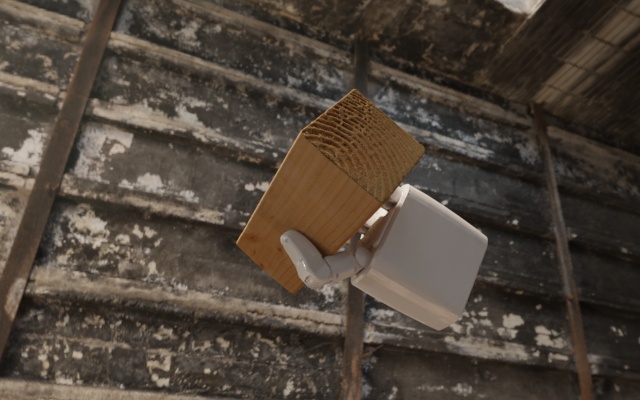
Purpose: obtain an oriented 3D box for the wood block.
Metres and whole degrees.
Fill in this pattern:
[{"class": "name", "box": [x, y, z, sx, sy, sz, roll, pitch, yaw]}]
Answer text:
[{"class": "wood block", "box": [0.000, 0.002, 0.483, 0.090, 0.090, 0.206, -46, -4, -39]}]
